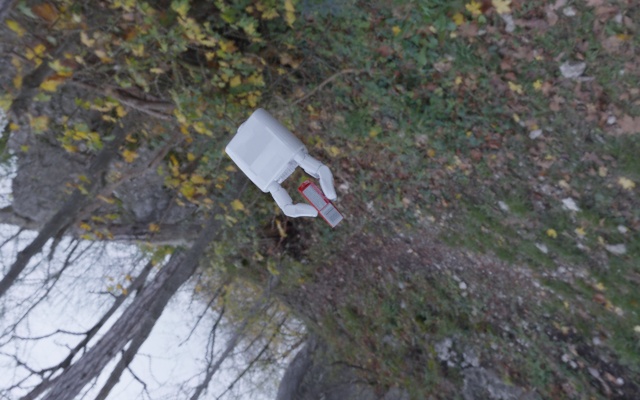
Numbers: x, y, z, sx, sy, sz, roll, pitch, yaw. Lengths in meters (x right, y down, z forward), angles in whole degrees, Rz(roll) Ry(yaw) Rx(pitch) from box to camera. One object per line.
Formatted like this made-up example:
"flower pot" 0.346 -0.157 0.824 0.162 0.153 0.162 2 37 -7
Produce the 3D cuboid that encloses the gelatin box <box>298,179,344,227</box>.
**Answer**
"gelatin box" 0.000 0.003 0.857 0.030 0.089 0.073 -42 7 0
